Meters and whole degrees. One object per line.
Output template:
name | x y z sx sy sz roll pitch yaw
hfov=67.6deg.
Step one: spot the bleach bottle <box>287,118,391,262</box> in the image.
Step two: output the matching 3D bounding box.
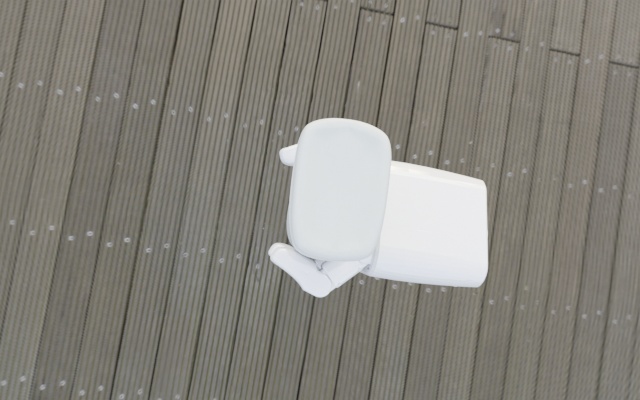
bleach bottle | 0.000 0.002 0.447 0.068 0.102 0.251 8 -4 -6
